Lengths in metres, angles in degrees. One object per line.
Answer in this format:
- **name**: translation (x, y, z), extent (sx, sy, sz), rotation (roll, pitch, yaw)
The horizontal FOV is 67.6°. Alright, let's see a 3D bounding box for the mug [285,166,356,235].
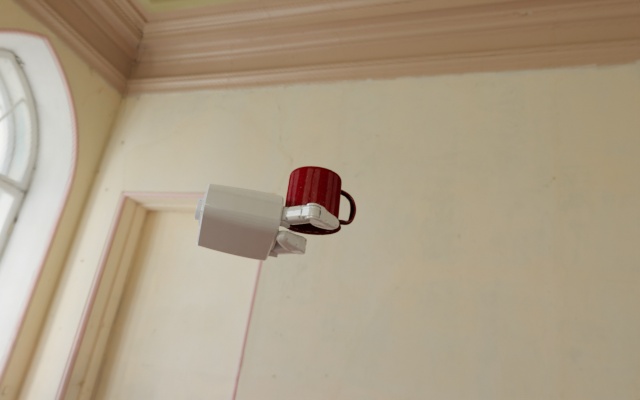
- **mug**: translation (0.002, 0.002, 0.726), extent (0.117, 0.081, 0.093), rotation (12, -22, -14)
